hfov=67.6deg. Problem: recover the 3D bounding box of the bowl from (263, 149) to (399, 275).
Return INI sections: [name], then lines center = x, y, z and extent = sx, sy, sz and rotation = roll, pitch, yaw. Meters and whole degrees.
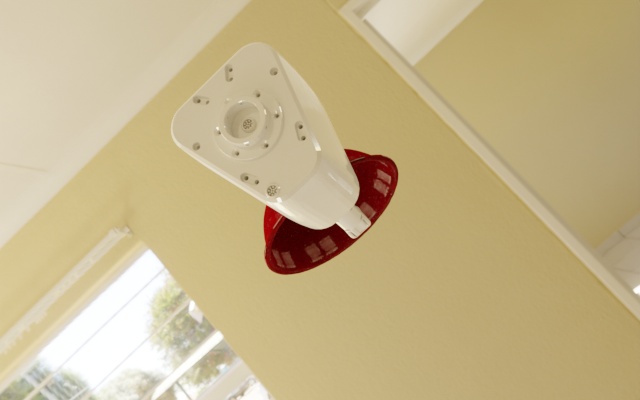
[bowl]
center = 0.000, 0.002, 0.486
extent = 0.162, 0.162, 0.055
rotation = 0, 42, -50
